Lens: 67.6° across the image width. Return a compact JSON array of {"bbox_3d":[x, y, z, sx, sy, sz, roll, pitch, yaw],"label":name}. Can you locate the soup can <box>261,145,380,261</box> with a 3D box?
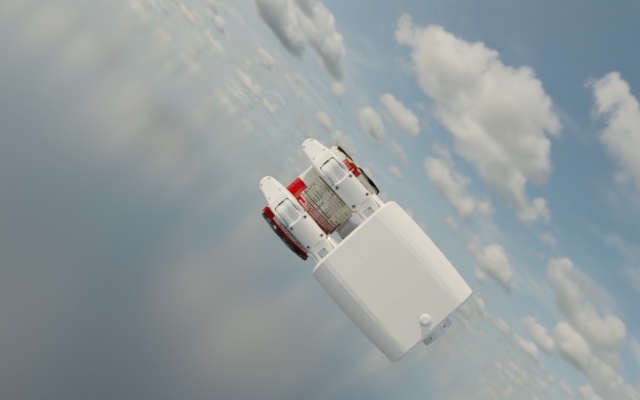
[{"bbox_3d":[0.000,0.001,0.480,0.102,0.068,0.068,-42,-1,1],"label":"soup can"}]
